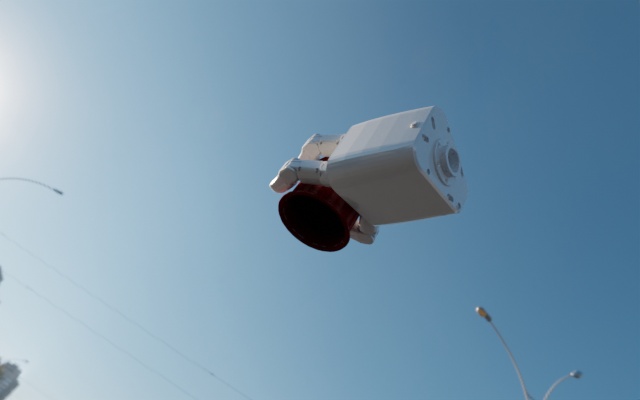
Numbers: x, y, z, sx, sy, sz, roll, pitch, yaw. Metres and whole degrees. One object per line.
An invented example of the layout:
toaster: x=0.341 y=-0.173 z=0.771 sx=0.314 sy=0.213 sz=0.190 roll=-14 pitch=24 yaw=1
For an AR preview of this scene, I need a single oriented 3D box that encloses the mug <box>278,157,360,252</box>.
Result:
mug: x=-0.001 y=0.002 z=0.581 sx=0.117 sy=0.093 sz=0.081 roll=-8 pitch=35 yaw=40
